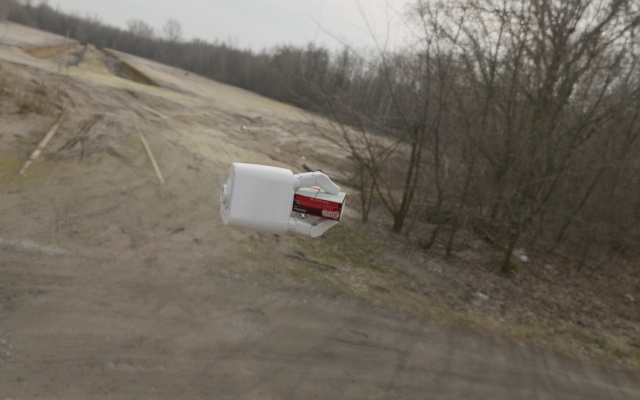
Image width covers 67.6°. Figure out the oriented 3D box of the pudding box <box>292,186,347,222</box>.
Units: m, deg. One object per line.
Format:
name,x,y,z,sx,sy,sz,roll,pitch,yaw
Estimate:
pudding box,0.000,0.003,0.886,0.090,0.039,0.113,13,13,5
